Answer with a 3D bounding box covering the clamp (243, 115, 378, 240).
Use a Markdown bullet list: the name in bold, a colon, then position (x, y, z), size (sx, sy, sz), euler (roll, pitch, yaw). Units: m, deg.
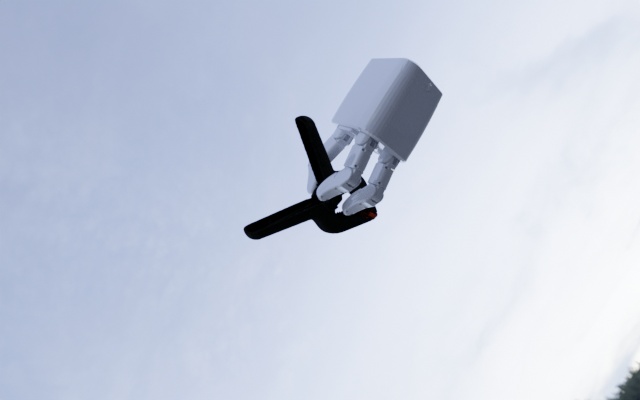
- **clamp**: position (0.000, 0.002, 0.644), size (0.210, 0.164, 0.036), euler (30, 2, -46)
